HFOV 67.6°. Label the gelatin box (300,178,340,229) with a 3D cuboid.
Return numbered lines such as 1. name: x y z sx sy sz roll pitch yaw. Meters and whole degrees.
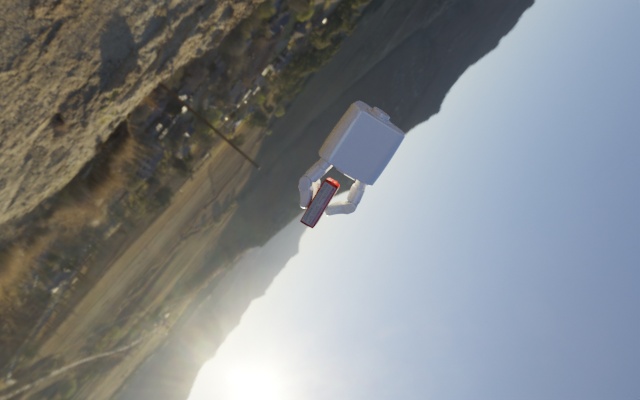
1. gelatin box: 0.000 0.003 0.860 0.030 0.089 0.073 31 7 2
